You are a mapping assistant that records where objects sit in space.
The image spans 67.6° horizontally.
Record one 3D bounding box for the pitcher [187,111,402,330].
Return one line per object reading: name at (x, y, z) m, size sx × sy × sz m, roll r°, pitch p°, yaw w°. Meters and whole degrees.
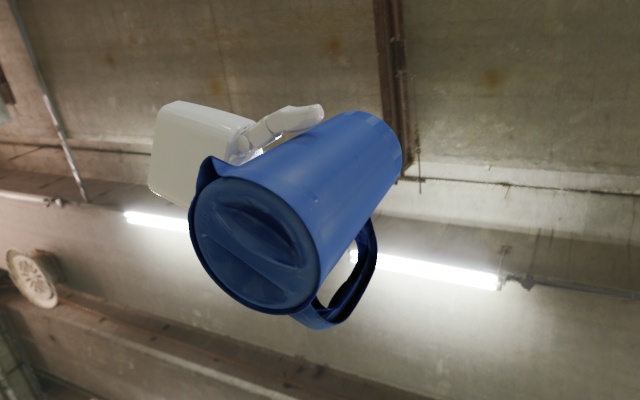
pitcher at (0.000, 0.001, 0.485) m, size 0.145 × 0.149 × 0.242 m, roll 18°, pitch 33°, yaw 22°
